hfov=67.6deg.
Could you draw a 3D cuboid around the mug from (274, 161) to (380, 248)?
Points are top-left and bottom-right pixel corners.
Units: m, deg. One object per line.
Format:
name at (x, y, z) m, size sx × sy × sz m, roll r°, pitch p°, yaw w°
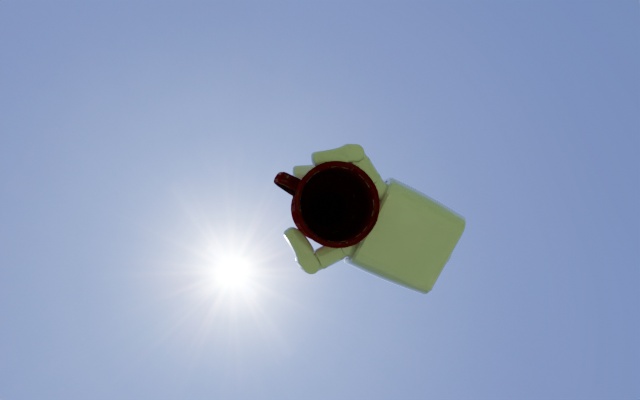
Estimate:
mug at (-0.001, 0.001, 0.541) m, size 0.117 × 0.093 × 0.081 m, roll 26°, pitch -9°, yaw -8°
